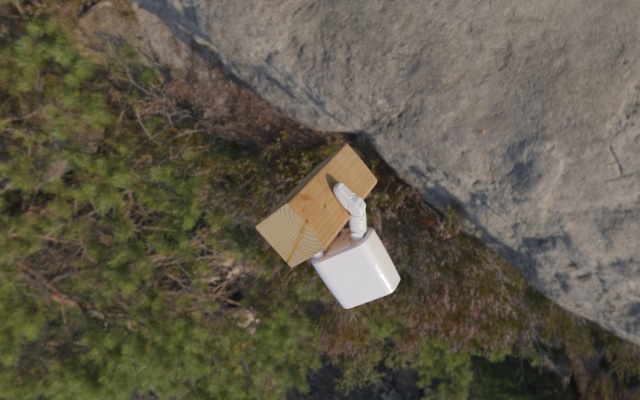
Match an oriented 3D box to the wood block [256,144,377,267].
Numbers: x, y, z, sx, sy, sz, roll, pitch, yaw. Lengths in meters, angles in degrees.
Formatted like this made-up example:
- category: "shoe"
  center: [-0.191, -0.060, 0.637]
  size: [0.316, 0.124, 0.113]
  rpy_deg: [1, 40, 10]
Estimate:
- category: "wood block"
  center: [0.001, 0.003, 0.788]
  size: [0.091, 0.090, 0.206]
  rpy_deg: [-34, 10, 42]
